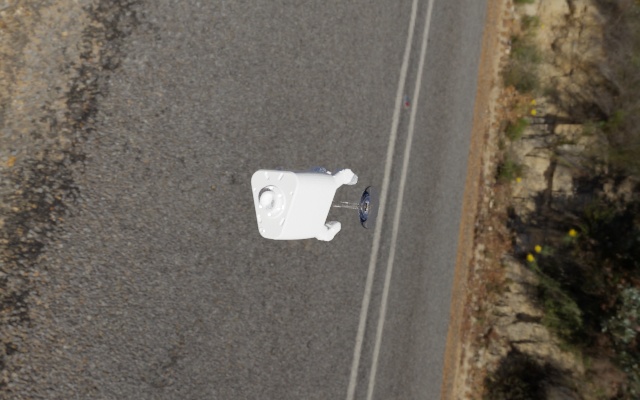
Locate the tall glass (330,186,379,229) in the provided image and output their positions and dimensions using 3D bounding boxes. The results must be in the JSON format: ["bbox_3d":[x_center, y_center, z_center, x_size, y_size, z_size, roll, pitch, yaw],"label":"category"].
[{"bbox_3d":[0.001,0.003,0.866,0.201,0.079,0.079,6,3,32],"label":"tall glass"}]
